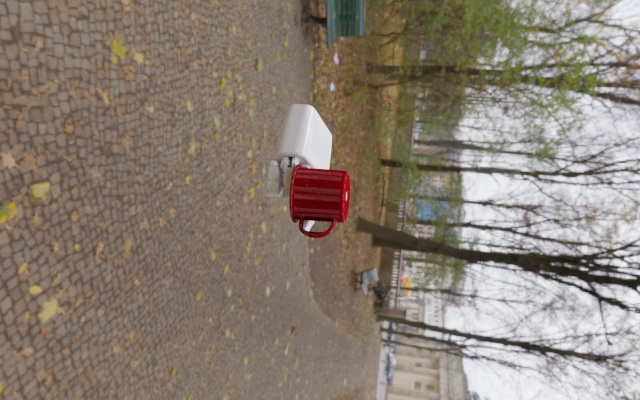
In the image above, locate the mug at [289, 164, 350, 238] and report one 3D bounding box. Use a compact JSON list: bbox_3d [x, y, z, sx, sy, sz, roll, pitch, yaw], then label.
[{"bbox_3d":[0.000,0.004,0.740,0.081,0.117,0.093,4,-26,10],"label":"mug"}]
